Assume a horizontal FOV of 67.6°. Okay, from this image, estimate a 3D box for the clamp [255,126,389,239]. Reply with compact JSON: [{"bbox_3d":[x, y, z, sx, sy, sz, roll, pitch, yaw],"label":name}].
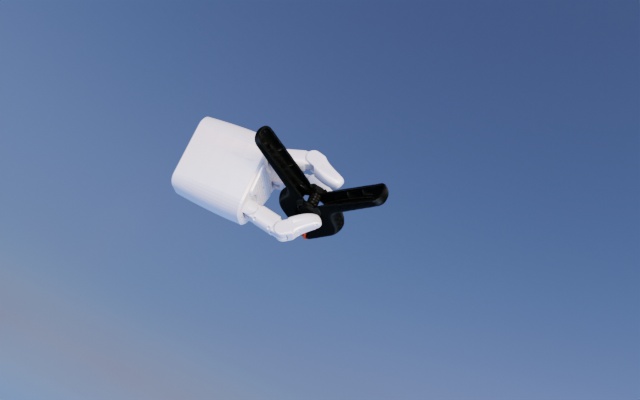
[{"bbox_3d":[-0.001,0.003,0.606,0.164,0.036,0.210,25,-26,13],"label":"clamp"}]
